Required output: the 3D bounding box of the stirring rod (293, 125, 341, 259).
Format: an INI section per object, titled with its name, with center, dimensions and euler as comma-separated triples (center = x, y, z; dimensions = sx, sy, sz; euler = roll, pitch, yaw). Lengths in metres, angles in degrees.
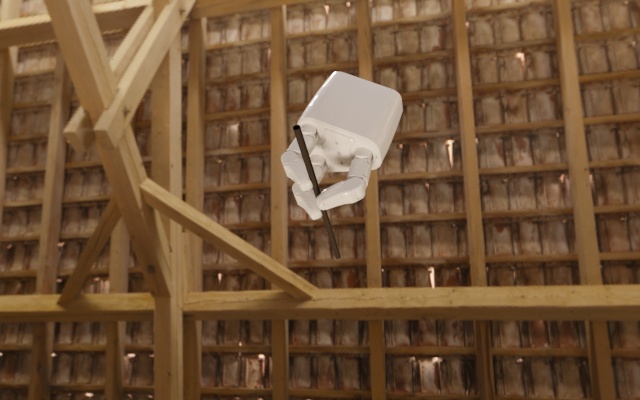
[stirring rod]
center = 0.000, 0.002, 0.576
dimensions = 0.011, 0.011, 0.240
euler = 0, -39, 15
